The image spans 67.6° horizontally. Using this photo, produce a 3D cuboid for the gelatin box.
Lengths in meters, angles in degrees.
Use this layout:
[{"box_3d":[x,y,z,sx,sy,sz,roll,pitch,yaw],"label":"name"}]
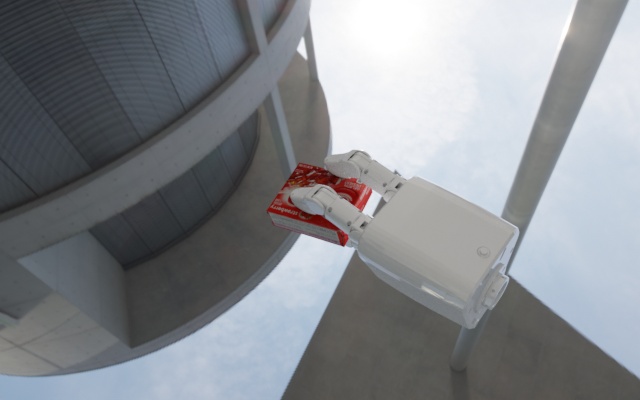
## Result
[{"box_3d":[0.000,0.002,0.502,0.089,0.073,0.030,15,-34,27],"label":"gelatin box"}]
